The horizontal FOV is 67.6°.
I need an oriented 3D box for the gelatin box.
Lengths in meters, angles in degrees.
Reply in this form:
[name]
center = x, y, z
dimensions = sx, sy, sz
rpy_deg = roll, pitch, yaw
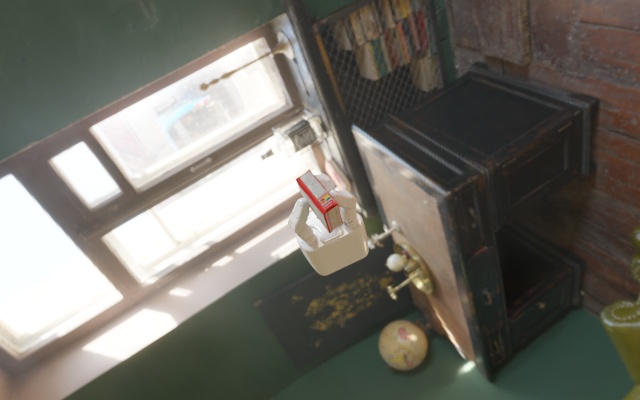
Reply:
[gelatin box]
center = 0.000, 0.003, 0.733
dimensions = 0.030, 0.073, 0.089
rpy_deg = -36, -23, -7
